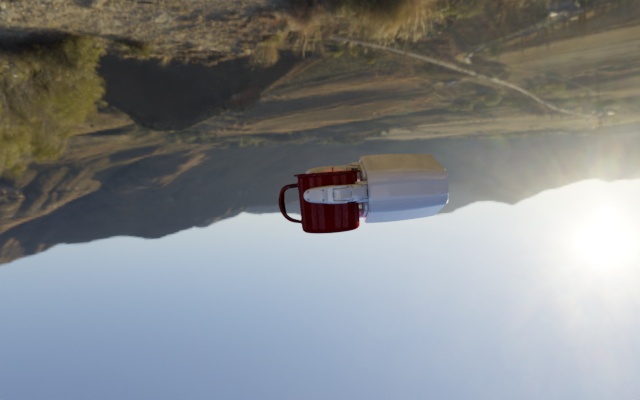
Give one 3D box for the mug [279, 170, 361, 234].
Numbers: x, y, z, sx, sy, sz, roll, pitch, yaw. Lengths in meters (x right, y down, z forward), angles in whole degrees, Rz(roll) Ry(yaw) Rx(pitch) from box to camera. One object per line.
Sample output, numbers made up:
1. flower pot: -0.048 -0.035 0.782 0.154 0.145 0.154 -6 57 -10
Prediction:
1. mug: -0.001 0.002 0.664 0.117 0.081 0.093 -4 3 0
